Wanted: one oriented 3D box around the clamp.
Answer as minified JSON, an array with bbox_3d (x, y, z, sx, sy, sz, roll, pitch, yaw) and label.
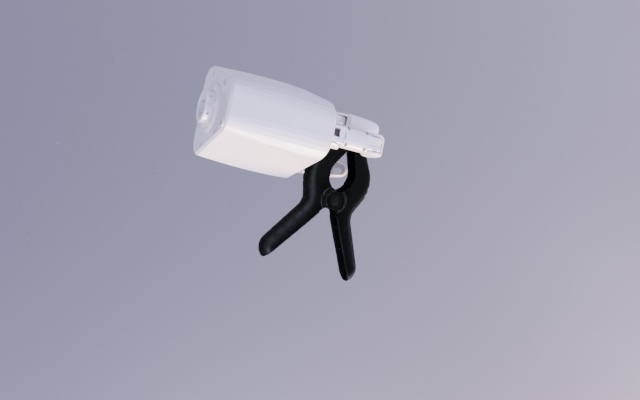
[{"bbox_3d":[0.000,0.002,0.537,0.120,0.171,0.039,11,1,-29],"label":"clamp"}]
